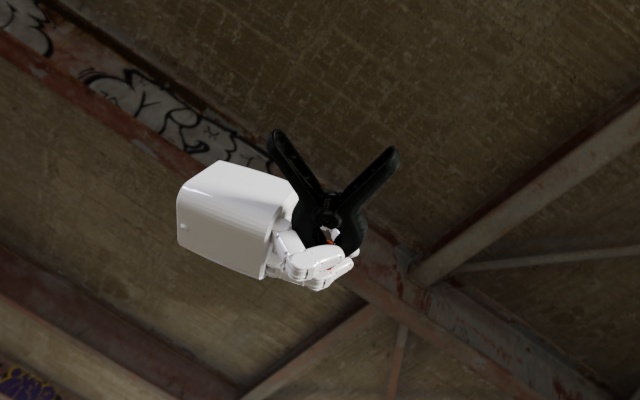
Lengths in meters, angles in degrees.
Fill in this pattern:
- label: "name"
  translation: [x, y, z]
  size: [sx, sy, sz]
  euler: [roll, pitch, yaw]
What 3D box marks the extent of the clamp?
- label: "clamp"
  translation: [0.000, 0.001, 0.471]
  size: [0.120, 0.172, 0.039]
  euler: [20, 43, 7]
